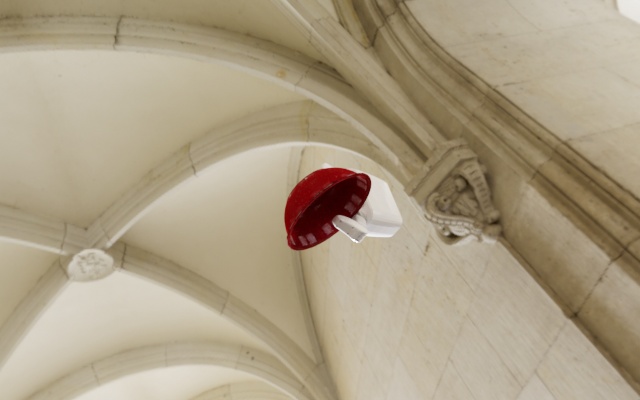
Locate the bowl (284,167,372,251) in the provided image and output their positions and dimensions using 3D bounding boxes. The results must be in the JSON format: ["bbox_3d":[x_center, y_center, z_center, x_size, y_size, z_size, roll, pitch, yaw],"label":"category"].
[{"bbox_3d":[-0.001,0.002,0.731,0.055,0.162,0.162,48,24,24],"label":"bowl"}]
